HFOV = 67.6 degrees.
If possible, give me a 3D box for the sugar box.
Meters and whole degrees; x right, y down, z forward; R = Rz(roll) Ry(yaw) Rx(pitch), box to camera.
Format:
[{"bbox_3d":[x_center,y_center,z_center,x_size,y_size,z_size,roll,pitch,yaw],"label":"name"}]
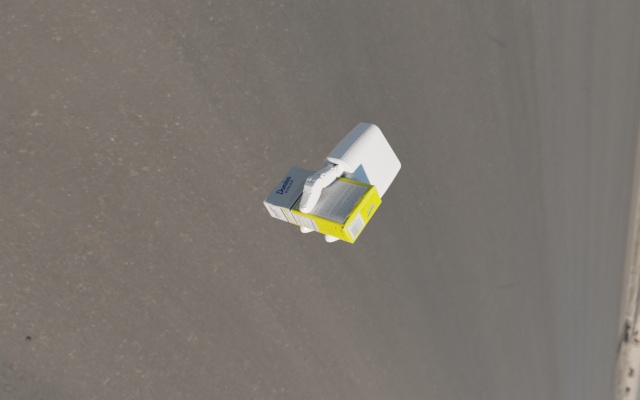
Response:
[{"bbox_3d":[0.000,0.003,0.785,0.176,0.093,0.048,15,-34,40],"label":"sugar box"}]
